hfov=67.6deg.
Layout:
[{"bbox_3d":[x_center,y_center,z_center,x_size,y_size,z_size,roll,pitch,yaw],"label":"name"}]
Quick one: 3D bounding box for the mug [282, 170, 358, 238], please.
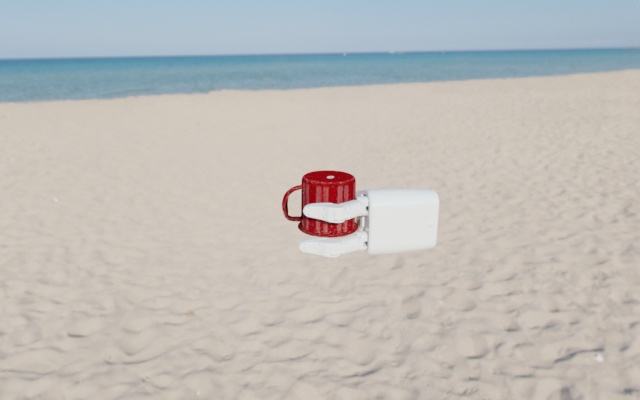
[{"bbox_3d":[-0.001,0.002,0.720,0.117,0.081,0.093,-2,17,-9],"label":"mug"}]
